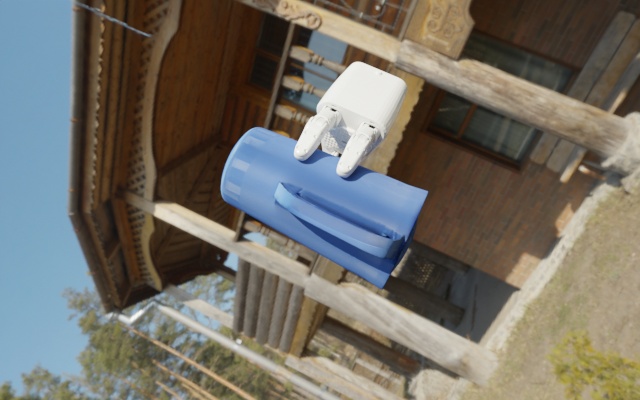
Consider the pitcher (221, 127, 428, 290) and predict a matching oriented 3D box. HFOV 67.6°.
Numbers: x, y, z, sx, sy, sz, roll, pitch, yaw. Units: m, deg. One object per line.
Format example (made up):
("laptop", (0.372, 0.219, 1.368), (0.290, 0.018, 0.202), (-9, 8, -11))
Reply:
("pitcher", (0.000, 0.002, 0.595), (0.243, 0.145, 0.149), (25, -34, 9))
